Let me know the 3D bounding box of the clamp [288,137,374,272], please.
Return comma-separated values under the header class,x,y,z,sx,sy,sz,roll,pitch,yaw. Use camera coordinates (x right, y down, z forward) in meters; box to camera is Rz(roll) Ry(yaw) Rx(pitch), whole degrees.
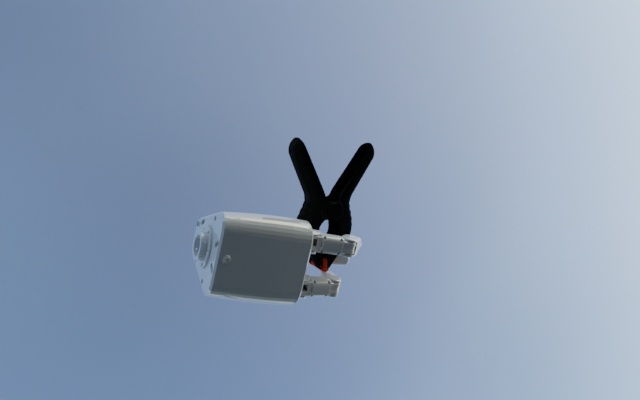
class,x,y,z,sx,sy,sz,roll,pitch,yaw
clamp,0.000,0.002,0.589,0.120,0.171,0.039,10,5,-29
